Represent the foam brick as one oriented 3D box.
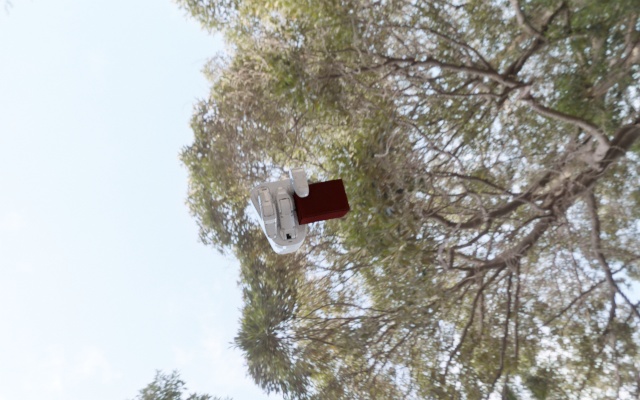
[{"bbox_3d":[0.000,0.002,0.756,0.078,0.053,0.051,-10,-14,-9],"label":"foam brick"}]
